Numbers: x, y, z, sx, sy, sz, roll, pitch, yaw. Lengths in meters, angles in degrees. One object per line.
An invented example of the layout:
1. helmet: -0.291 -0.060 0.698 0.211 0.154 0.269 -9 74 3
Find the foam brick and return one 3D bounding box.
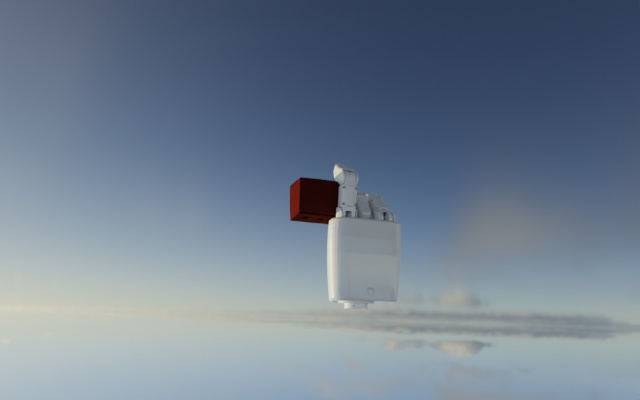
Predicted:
1. foam brick: 0.000 0.002 0.664 0.078 0.051 0.053 6 -14 -16
